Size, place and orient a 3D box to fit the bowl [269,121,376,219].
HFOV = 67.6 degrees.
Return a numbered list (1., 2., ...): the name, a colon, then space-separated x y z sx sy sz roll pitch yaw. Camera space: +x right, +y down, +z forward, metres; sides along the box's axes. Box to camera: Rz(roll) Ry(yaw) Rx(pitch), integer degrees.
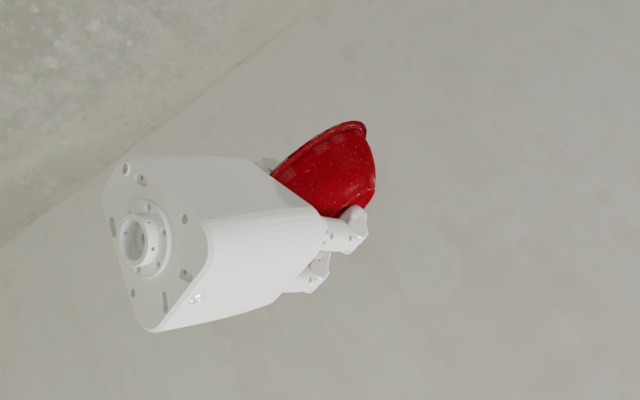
1. bowl: 0.001 0.001 0.457 0.162 0.055 0.162 -39 -14 -12
